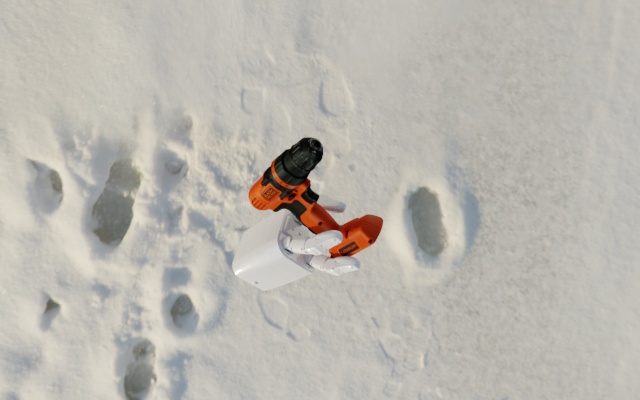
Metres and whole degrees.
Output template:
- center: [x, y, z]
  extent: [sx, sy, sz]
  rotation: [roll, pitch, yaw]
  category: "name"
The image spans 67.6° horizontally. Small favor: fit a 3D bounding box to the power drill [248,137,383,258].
- center: [0.000, 0.003, 0.710]
  extent: [0.188, 0.057, 0.184]
  rotation: [39, -37, -12]
  category: "power drill"
